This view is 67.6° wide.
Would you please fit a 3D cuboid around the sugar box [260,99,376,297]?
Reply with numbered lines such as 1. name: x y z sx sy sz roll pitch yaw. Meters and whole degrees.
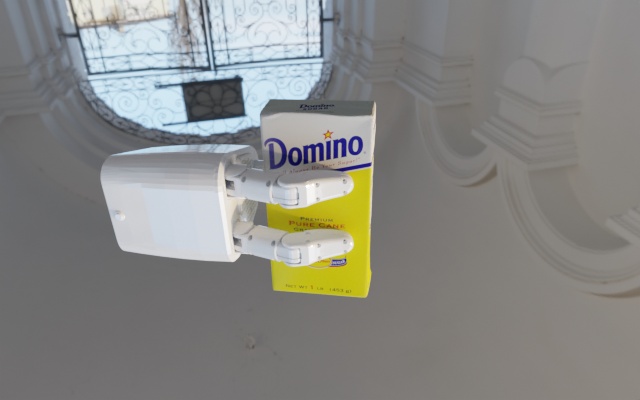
1. sugar box: 0.000 0.002 0.423 0.093 0.176 0.048 2 30 8
